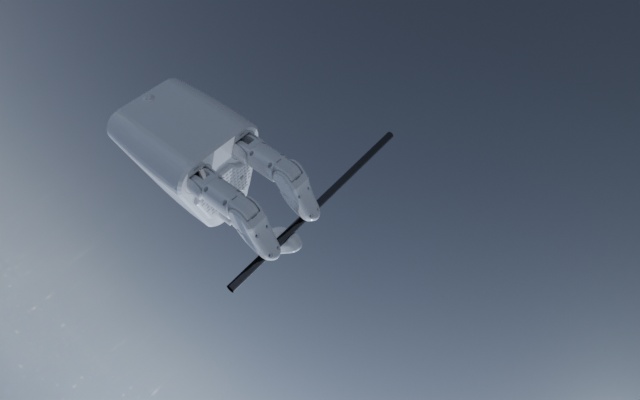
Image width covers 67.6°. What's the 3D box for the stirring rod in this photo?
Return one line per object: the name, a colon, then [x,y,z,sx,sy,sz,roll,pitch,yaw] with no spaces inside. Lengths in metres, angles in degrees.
stirring rod: [0.000,0.001,0.457,0.239,0.011,0.011,-44,25,-30]
